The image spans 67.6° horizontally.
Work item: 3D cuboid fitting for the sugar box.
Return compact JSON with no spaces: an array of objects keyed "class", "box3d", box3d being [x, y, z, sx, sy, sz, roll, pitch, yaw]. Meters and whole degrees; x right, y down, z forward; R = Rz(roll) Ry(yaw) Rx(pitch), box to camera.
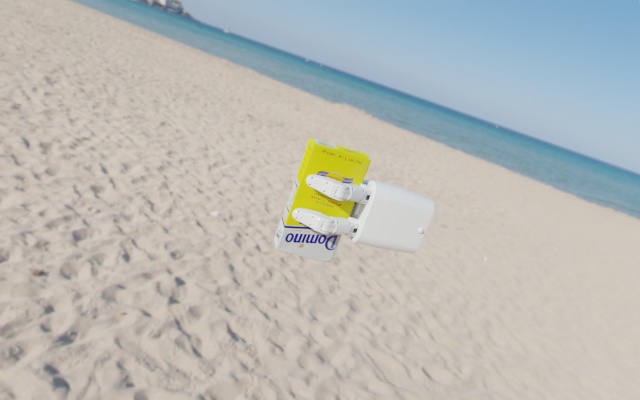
[{"class":"sugar box","box3d":[0.000,0.002,0.721,0.093,0.176,0.048,14,16,-16]}]
